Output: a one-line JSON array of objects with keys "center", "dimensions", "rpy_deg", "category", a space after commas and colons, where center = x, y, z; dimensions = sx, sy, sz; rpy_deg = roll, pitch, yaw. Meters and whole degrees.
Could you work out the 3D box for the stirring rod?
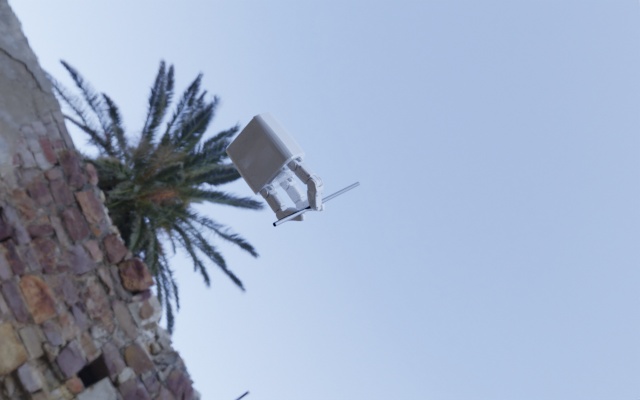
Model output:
[{"center": [0.000, 0.003, 0.859], "dimensions": [0.011, 0.011, 0.239], "rpy_deg": [0, 18, 41], "category": "stirring rod"}]
